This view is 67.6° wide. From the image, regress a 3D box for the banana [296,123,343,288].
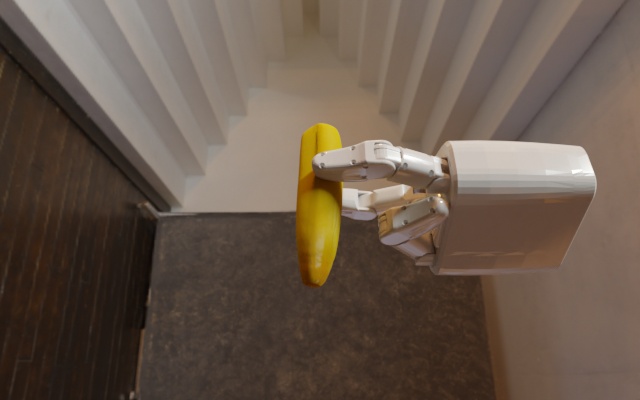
[{"bbox_3d":[0.000,-0.016,0.400,0.037,0.070,0.197,0,33,0],"label":"banana"}]
